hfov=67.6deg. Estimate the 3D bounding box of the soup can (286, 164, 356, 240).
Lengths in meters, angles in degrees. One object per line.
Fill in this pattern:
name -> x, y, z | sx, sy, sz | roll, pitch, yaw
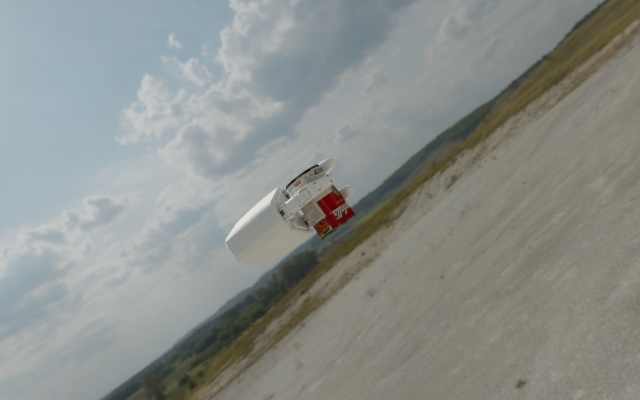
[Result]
soup can -> 0.000, 0.002, 0.757 | 0.068, 0.102, 0.068 | -36, -5, -3
